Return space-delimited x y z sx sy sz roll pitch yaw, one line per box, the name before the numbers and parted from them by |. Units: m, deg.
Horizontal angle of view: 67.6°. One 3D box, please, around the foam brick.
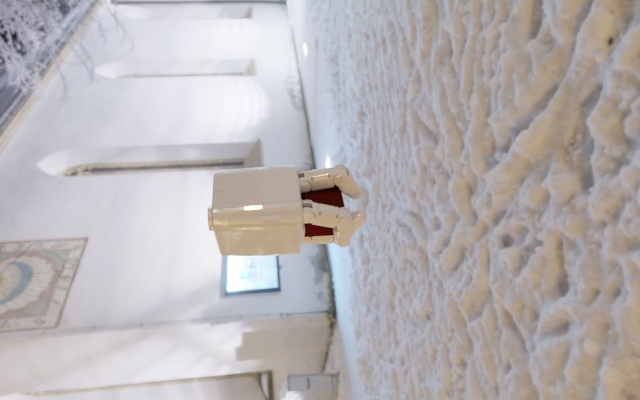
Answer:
foam brick | 0.000 0.002 0.636 0.051 0.053 0.078 -3 44 -6
